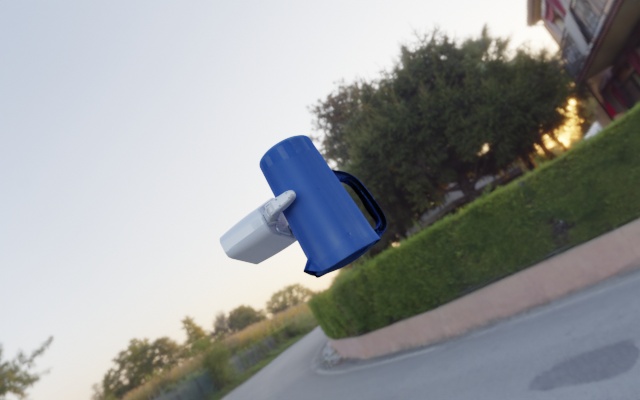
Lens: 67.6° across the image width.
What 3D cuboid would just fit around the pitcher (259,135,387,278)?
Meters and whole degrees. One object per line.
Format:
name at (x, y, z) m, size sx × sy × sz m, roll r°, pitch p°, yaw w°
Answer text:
pitcher at (0.000, 0.003, 0.862) m, size 0.145 × 0.242 × 0.149 m, roll -35°, pitch -12°, yaw 20°
